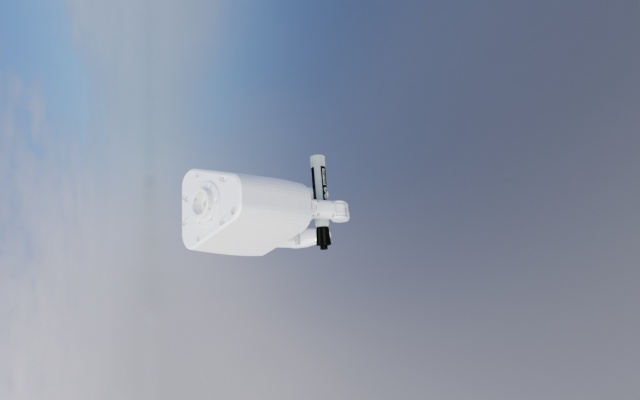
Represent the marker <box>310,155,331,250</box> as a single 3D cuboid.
[{"bbox_3d":[0.000,0.002,0.604,0.020,0.121,0.020,-4,-12,-1],"label":"marker"}]
